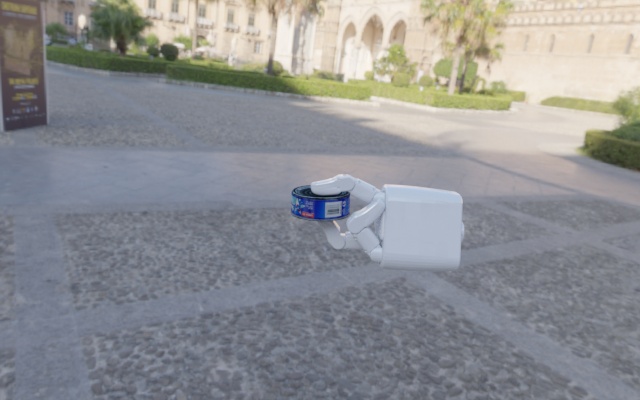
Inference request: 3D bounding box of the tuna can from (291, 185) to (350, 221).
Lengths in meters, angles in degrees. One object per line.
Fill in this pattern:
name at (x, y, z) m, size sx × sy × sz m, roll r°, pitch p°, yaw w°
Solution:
tuna can at (0.000, 0.002, 0.688) m, size 0.086 × 0.034 × 0.086 m, roll 1°, pitch 15°, yaw 0°
